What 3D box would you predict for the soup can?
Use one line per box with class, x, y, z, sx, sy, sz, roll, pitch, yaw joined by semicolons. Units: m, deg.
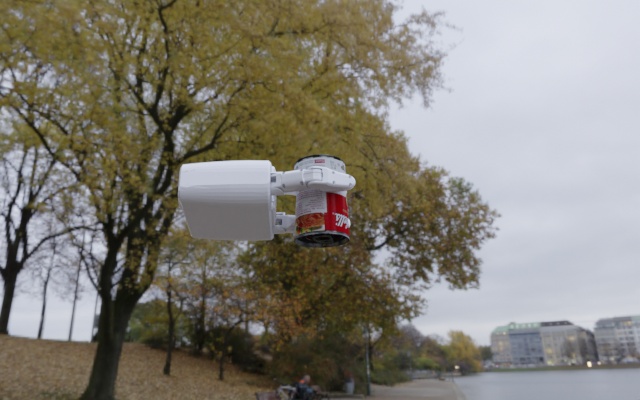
soup can;0.001;0.002;0.599;0.068;0.102;0.068;-2;-20;-1
